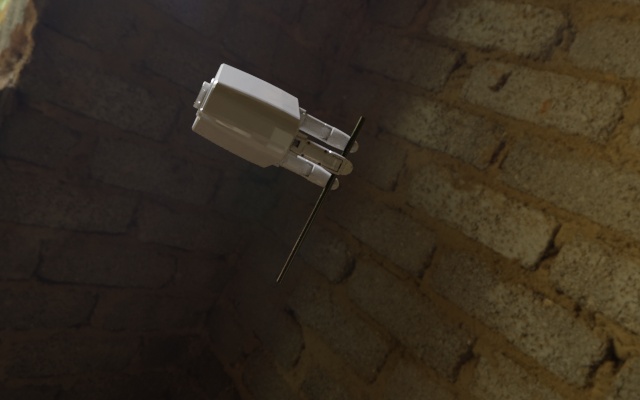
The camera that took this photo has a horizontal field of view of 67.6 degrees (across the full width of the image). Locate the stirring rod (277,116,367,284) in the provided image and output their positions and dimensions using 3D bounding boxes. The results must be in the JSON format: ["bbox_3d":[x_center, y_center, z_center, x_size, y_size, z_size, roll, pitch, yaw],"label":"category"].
[{"bbox_3d":[0.000,0.002,0.616,0.011,0.239,0.011,27,7,-4],"label":"stirring rod"}]
